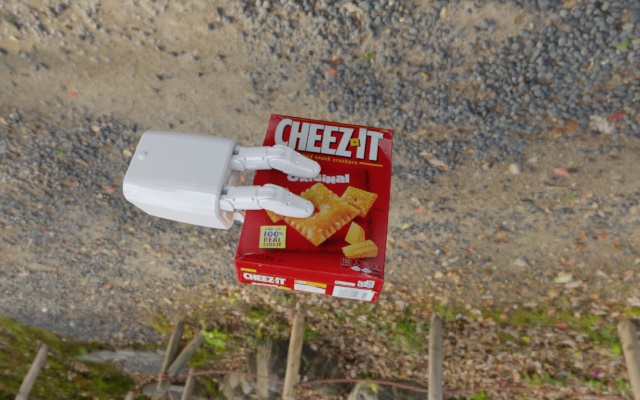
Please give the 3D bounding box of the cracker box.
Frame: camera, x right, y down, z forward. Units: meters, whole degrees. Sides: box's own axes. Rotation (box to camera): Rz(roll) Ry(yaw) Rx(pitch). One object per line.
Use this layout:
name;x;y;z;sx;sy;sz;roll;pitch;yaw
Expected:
cracker box;0.000;0.002;0.579;0.164;0.213;0.072;8;-31;1
